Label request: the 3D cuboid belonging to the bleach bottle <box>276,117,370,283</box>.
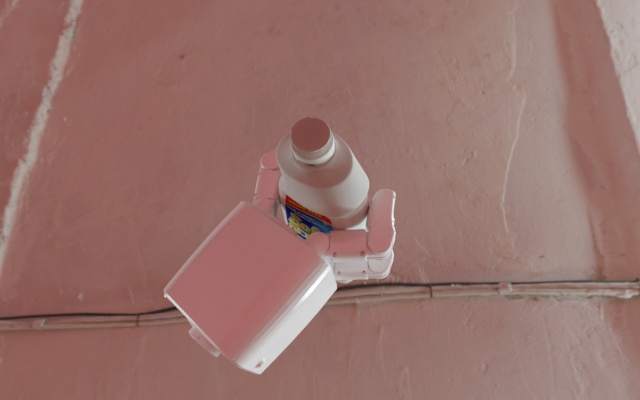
[{"bbox_3d":[0.000,0.002,0.445,0.102,0.068,0.251,36,-16,20],"label":"bleach bottle"}]
